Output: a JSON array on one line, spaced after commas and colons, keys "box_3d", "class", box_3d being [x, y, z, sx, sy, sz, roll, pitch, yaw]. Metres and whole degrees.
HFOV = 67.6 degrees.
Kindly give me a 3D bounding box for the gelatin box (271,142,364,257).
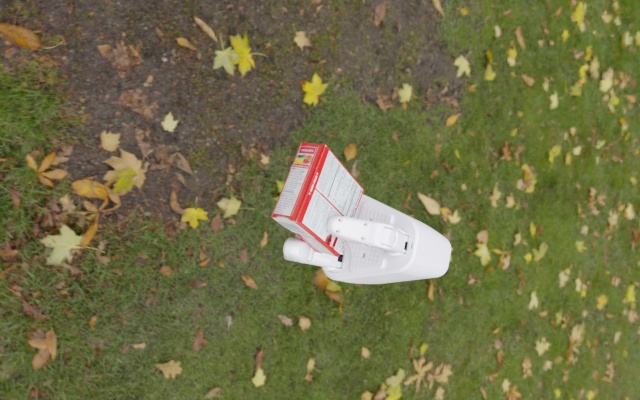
[{"box_3d": [0.000, 0.001, 0.430, 0.030, 0.073, 0.089, 10, -20, 32], "class": "gelatin box"}]
